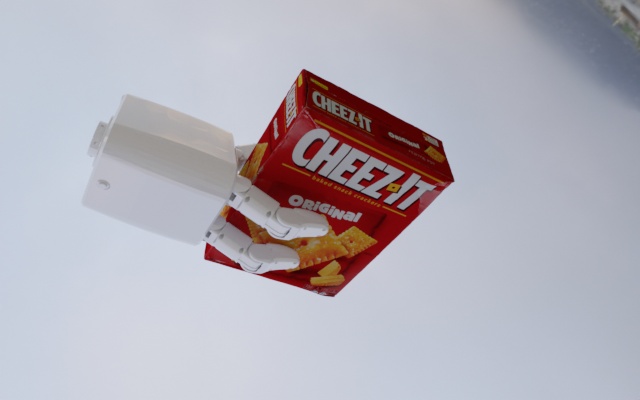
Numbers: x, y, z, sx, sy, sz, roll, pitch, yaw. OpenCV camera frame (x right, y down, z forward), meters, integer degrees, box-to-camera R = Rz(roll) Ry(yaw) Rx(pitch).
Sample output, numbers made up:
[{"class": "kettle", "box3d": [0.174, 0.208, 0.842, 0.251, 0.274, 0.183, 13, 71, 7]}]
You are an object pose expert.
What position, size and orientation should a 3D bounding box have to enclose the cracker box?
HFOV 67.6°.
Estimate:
[{"class": "cracker box", "box3d": [0.000, 0.002, 0.484, 0.164, 0.072, 0.214, 22, -51, -23]}]
